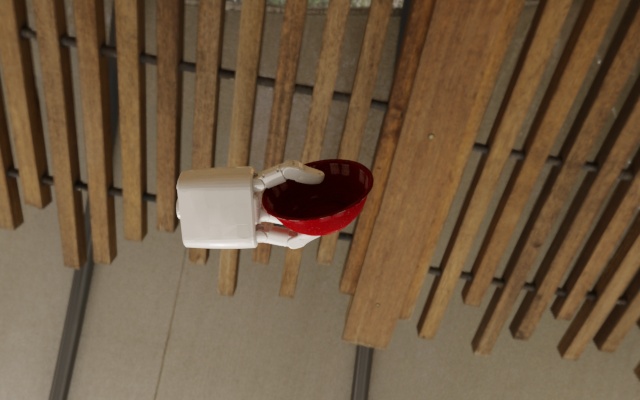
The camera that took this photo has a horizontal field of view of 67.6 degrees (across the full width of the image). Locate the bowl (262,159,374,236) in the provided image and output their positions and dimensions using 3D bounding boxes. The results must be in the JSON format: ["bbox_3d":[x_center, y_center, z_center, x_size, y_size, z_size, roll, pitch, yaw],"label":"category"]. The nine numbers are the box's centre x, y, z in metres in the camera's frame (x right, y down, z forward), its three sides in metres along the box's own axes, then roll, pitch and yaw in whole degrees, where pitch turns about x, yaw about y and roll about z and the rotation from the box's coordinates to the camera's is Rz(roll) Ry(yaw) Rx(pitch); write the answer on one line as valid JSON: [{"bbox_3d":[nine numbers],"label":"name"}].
[{"bbox_3d":[0.001,0.003,0.687,0.162,0.055,0.162,-10,31,6],"label":"bowl"}]
